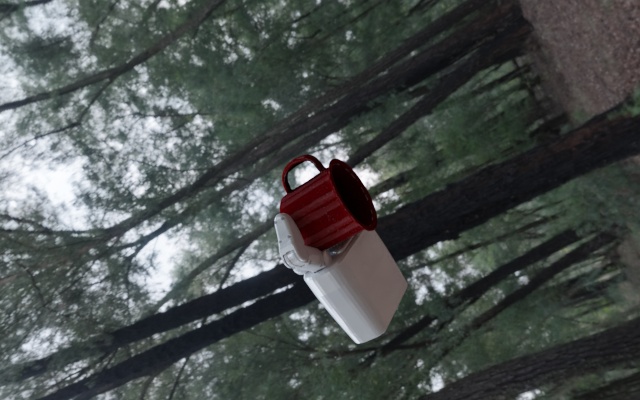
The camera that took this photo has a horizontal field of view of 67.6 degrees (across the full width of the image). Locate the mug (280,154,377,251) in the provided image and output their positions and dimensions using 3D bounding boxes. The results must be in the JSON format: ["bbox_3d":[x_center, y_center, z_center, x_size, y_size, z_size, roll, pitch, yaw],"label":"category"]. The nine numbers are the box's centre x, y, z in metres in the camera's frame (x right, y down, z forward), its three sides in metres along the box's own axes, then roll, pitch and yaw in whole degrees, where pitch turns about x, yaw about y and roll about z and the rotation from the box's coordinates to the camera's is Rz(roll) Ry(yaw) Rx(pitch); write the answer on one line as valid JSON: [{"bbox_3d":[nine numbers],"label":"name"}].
[{"bbox_3d":[-0.001,0.001,0.552,0.081,0.117,0.093,-31,15,24],"label":"mug"}]
